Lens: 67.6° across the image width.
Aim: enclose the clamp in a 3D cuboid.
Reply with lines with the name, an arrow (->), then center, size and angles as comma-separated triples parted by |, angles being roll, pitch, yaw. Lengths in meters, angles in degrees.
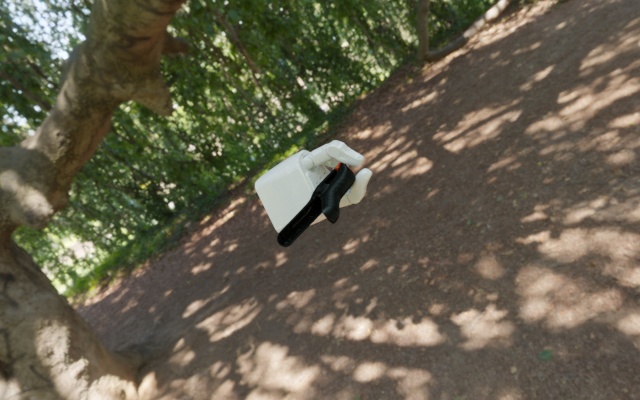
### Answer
clamp -> 0.000, 0.002, 0.714 | 0.120, 0.039, 0.171 | -26, 18, 32
